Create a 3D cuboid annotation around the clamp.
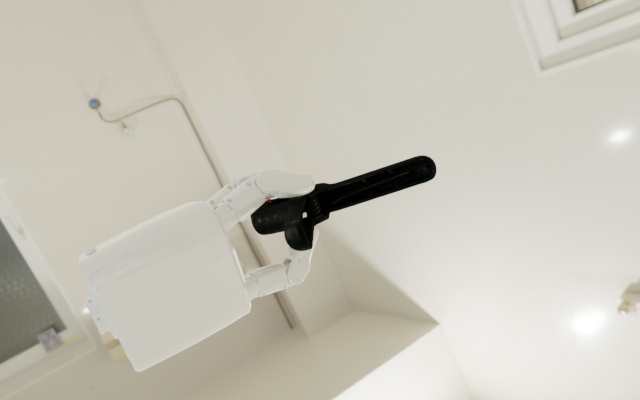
[{"bbox_3d":[0.000,0.002,0.471,0.164,0.036,0.210,-24,9,-26],"label":"clamp"}]
